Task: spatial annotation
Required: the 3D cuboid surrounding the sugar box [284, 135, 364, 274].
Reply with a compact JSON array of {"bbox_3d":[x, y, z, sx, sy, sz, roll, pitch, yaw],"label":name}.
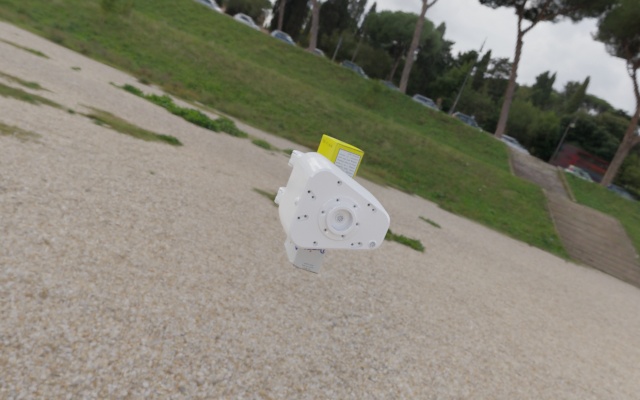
[{"bbox_3d":[0.000,0.002,0.664,0.048,0.176,0.093,20,9,-15],"label":"sugar box"}]
